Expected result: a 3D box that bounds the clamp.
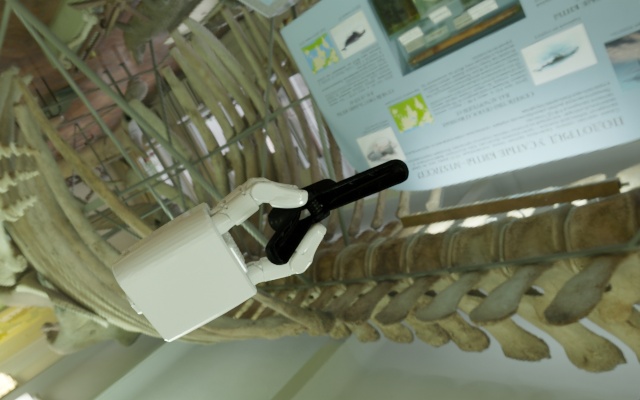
[{"bbox_3d":[0.000,0.003,0.539,0.164,0.036,0.210,-31,11,-8],"label":"clamp"}]
